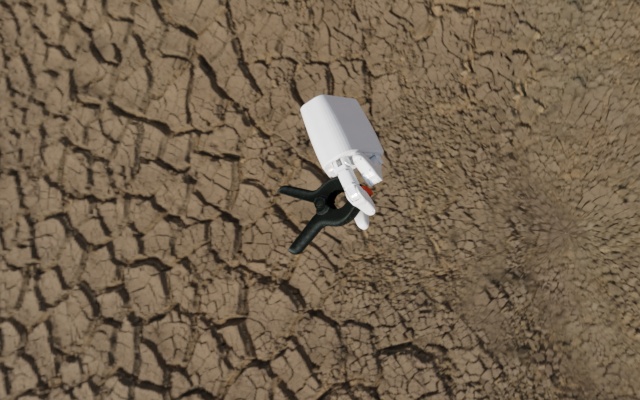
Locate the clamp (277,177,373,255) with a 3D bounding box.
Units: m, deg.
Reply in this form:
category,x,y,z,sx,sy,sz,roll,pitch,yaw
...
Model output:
category,x,y,z,sx,sy,sz,roll,pitch,yaw
clamp,0.000,0.003,0.778,0.171,0.120,0.039,-30,-16,22
